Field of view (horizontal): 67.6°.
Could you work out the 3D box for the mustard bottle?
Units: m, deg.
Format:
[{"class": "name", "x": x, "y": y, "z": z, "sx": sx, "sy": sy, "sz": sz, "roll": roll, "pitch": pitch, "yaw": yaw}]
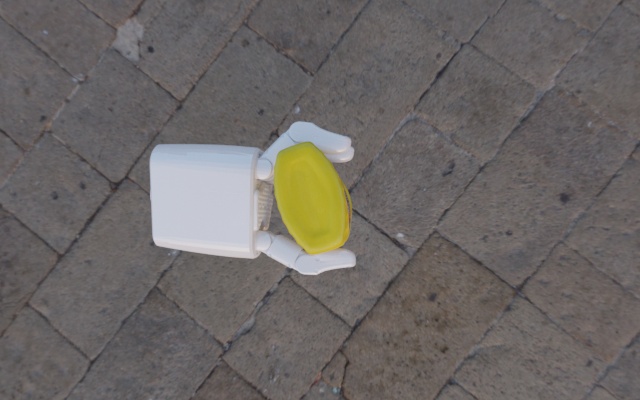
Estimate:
[{"class": "mustard bottle", "x": 0.000, "y": 0.002, "z": 0.492, "sx": 0.058, "sy": 0.096, "sz": 0.191, "roll": -20, "pitch": -4, "yaw": 5}]
